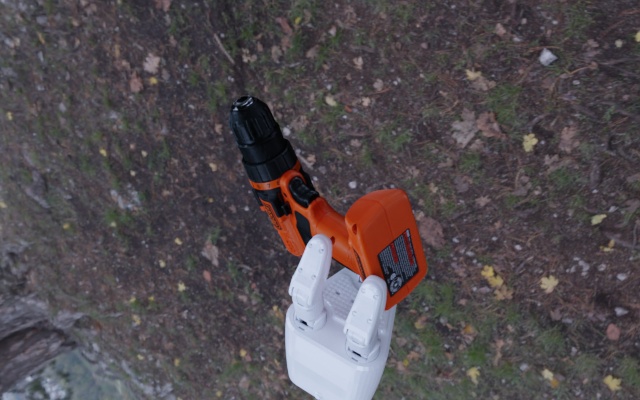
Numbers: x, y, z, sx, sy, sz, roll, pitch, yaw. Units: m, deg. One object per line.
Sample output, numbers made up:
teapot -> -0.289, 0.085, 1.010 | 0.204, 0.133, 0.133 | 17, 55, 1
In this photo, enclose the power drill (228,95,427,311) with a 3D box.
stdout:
power drill -> 0.000, 0.002, 0.423 | 0.057, 0.185, 0.187 | -38, 38, -19
